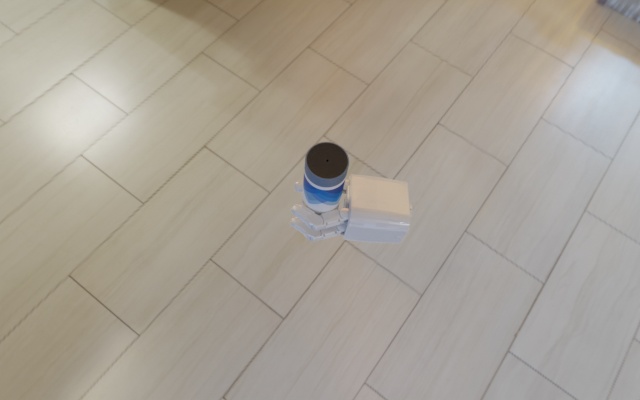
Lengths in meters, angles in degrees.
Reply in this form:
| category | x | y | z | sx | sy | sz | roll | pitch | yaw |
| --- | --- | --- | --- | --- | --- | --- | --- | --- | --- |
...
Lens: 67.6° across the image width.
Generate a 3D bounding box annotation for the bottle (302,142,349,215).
| category | x | y | z | sx | sy | sz | roll | pitch | yaw |
| --- | --- | --- | --- | --- | --- | --- | --- | --- | --- |
| bottle | 0.000 | 0.003 | 0.845 | 0.069 | 0.069 | 0.296 | 0 | -25 | -4 |
